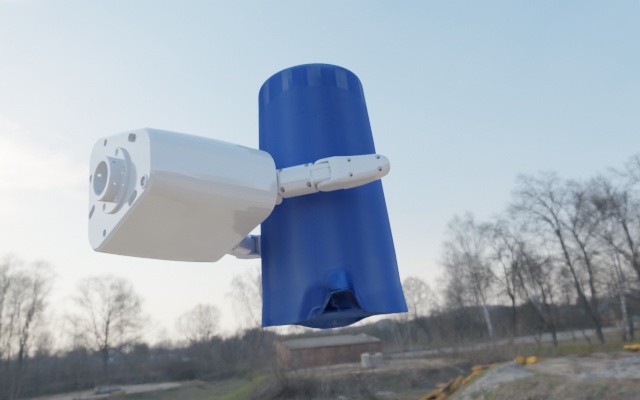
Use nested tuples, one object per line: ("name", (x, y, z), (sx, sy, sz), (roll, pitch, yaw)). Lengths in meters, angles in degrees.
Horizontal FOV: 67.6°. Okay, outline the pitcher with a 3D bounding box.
("pitcher", (0.000, 0.002, 0.472), (0.149, 0.242, 0.145), (-18, -19, 40))
